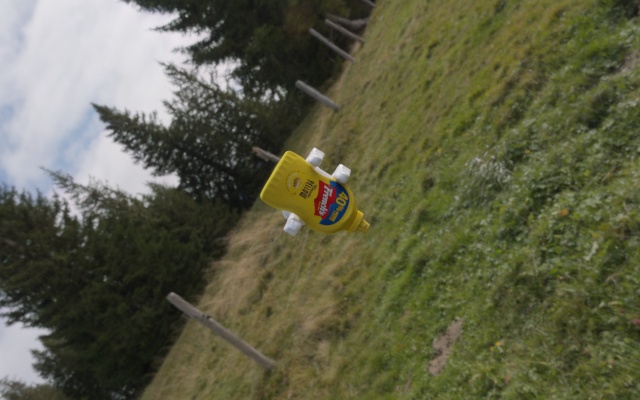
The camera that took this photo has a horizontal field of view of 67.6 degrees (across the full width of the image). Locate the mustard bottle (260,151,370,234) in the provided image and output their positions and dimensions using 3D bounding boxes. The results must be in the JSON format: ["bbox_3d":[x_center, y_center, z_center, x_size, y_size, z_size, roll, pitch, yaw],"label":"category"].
[{"bbox_3d":[0.000,0.003,0.822,0.191,0.096,0.058,31,-18,-8],"label":"mustard bottle"}]
